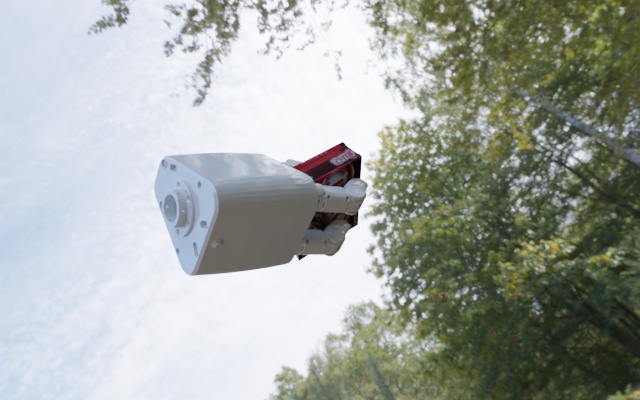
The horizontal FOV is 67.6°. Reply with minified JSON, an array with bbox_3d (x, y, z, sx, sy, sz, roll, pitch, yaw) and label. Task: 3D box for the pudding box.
[{"bbox_3d":[0.000,0.002,0.529,0.090,0.114,0.039,-29,54,-24],"label":"pudding box"}]
